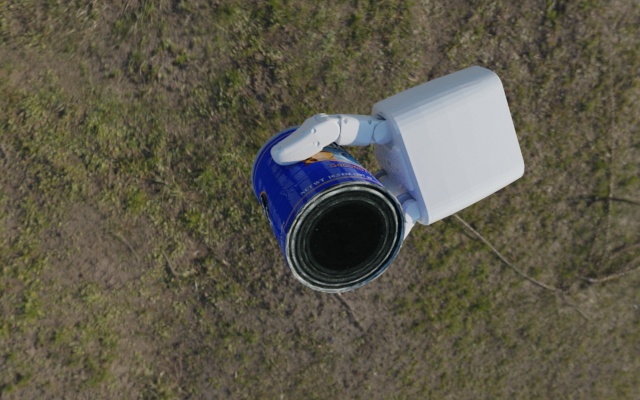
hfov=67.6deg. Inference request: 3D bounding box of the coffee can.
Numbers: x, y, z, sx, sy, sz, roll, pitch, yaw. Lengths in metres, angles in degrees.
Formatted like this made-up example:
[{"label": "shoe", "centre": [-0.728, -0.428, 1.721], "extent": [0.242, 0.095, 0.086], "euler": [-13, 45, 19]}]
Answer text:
[{"label": "coffee can", "centre": [0.000, 0.001, 0.437], "extent": [0.103, 0.103, 0.140], "euler": [0, 26, -20]}]
